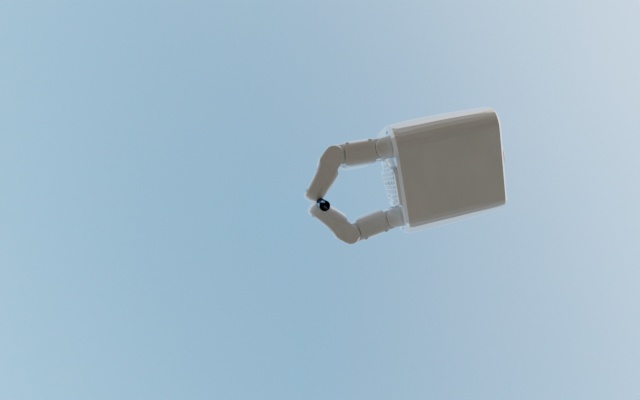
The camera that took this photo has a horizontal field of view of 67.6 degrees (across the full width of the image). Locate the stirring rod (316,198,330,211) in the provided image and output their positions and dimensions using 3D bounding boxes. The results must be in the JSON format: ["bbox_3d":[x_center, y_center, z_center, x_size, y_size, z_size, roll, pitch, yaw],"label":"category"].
[{"bbox_3d":[0.000,0.002,0.463,0.011,0.011,0.239,0,1,-1],"label":"stirring rod"}]
